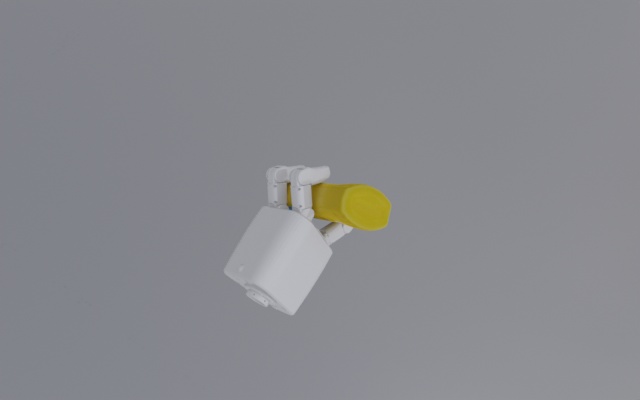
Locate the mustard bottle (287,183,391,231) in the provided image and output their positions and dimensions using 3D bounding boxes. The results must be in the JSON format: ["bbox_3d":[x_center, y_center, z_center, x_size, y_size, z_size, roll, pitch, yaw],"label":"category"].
[{"bbox_3d":[0.000,0.002,0.681,0.096,0.058,0.191,16,-6,-41],"label":"mustard bottle"}]
